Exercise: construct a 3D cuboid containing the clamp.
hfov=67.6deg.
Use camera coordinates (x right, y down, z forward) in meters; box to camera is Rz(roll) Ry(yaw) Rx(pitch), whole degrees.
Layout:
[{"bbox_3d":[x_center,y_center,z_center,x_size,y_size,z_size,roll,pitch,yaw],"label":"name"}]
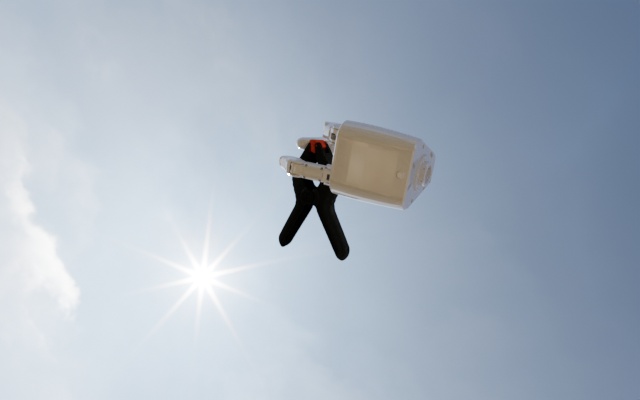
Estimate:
[{"bbox_3d":[0.000,0.002,0.682,0.120,0.171,0.039,17,17,26],"label":"clamp"}]
